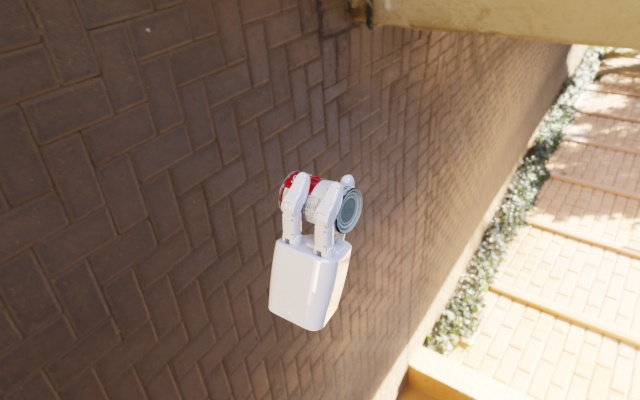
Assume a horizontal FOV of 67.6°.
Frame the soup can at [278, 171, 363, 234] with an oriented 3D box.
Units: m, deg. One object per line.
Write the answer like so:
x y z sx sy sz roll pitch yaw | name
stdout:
0.000 0.002 0.681 0.102 0.068 0.068 18 9 31 | soup can
